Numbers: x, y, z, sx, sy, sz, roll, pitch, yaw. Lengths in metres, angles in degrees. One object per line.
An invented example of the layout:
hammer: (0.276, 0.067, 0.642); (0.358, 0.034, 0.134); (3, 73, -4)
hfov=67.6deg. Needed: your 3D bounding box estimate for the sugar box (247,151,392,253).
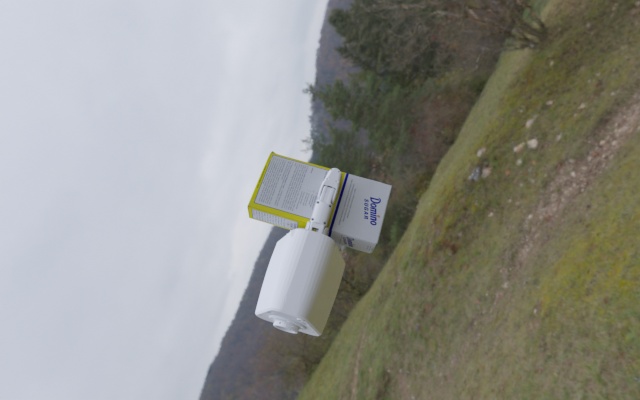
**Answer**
sugar box: (0.000, 0.002, 0.649); (0.176, 0.093, 0.048); (18, -26, 2)
